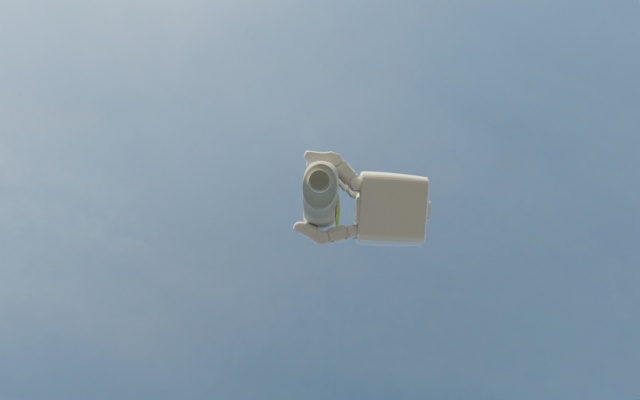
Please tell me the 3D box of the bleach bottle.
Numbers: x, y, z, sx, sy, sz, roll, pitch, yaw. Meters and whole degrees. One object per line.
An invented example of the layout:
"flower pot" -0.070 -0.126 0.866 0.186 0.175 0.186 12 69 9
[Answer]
"bleach bottle" 0.000 0.002 0.767 0.068 0.102 0.251 4 -10 2
